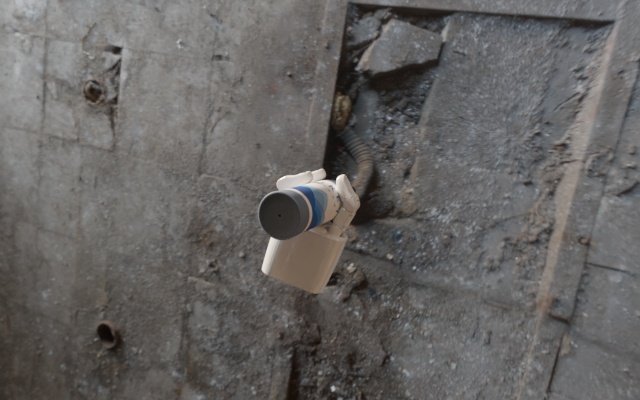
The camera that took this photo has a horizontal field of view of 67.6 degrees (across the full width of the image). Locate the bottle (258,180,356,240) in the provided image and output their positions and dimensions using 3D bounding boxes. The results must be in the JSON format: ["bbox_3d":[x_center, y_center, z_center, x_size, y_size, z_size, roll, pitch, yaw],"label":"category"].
[{"bbox_3d":[0.000,0.002,0.769,0.069,0.069,0.295,0,7,22],"label":"bottle"}]
